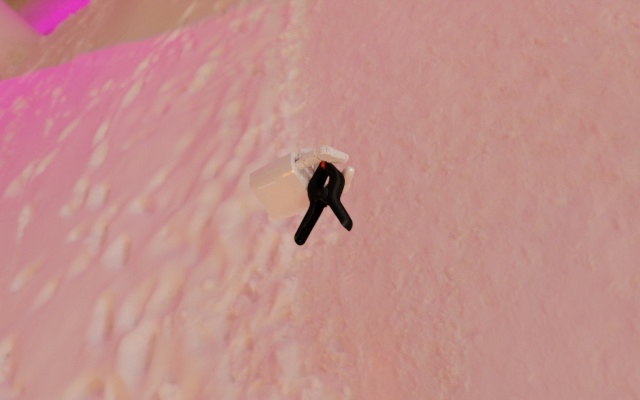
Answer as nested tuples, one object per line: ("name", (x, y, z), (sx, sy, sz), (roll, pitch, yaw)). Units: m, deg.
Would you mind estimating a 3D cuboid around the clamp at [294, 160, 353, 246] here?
("clamp", (0.000, 0.002, 0.870), (0.120, 0.171, 0.039), (-22, -44, 22))
